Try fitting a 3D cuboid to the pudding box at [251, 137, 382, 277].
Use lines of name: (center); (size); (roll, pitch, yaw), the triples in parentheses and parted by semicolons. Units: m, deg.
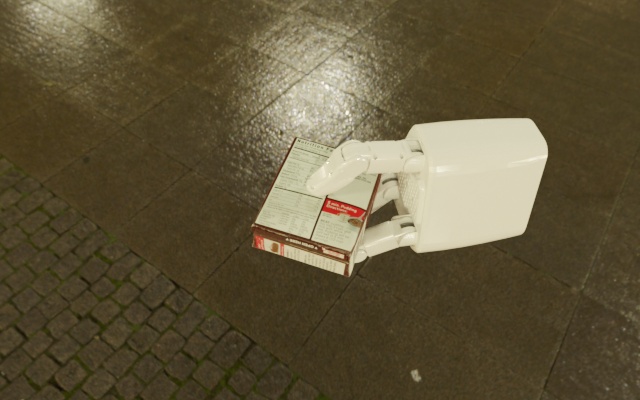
pudding box: (0.000, 0.001, 0.428); (0.090, 0.113, 0.039); (16, -38, 9)
